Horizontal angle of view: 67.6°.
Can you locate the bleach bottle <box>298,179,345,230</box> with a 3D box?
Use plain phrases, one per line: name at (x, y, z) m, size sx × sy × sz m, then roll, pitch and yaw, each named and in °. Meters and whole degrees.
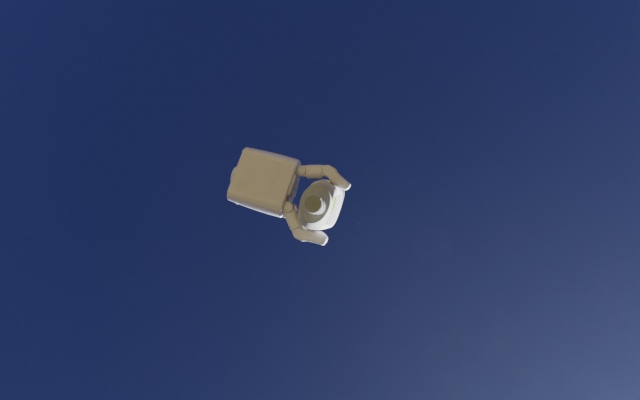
bleach bottle at (0.000, 0.003, 0.871) m, size 0.068 × 0.102 × 0.251 m, roll 16°, pitch -1°, yaw 5°
